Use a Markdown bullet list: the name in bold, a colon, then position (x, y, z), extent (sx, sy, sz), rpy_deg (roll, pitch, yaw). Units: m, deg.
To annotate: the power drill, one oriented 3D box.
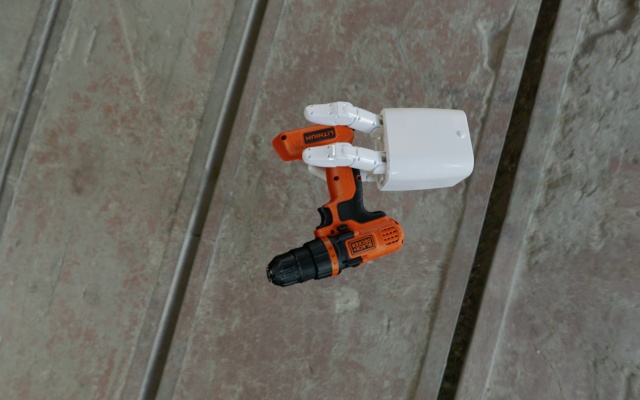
- **power drill**: position (0.000, 0.001, 0.606), extent (0.184, 0.187, 0.057), rpy_deg (-16, -3, -20)
